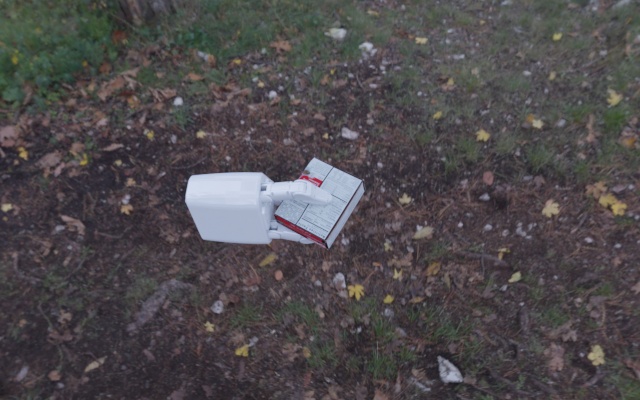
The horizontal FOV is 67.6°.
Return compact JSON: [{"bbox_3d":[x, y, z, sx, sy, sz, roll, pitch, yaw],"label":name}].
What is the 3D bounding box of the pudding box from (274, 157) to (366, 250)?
[{"bbox_3d":[0.000,0.002,0.694,0.090,0.113,0.039,27,-18,18],"label":"pudding box"}]
